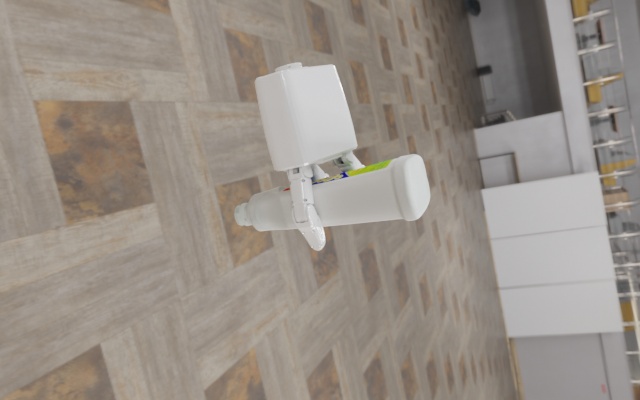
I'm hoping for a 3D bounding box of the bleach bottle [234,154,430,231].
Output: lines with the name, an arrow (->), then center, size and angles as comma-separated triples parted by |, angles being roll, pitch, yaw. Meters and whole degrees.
bleach bottle -> 0.000, 0.002, 0.587 | 0.251, 0.068, 0.102 | -10, 9, 25
